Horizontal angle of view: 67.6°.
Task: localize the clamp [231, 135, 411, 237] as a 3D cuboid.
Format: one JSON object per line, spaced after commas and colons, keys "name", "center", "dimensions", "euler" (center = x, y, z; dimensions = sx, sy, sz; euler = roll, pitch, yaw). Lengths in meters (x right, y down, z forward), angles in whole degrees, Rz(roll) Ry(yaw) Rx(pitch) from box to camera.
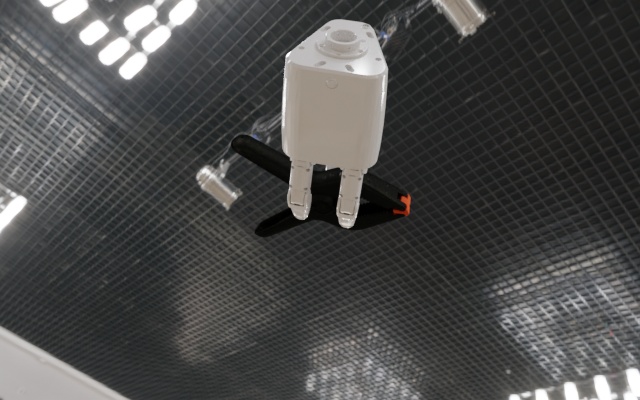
{"name": "clamp", "center": [0.001, 0.001, 0.580], "dimensions": [0.210, 0.036, 0.165], "euler": [10, -41, 6]}
